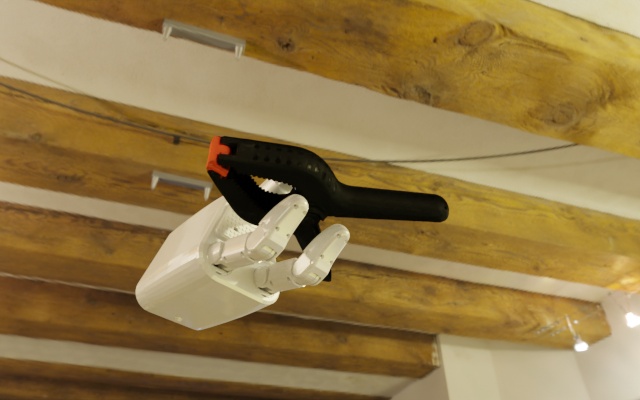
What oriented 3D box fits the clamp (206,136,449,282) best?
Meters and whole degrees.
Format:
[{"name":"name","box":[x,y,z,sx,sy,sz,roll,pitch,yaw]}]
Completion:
[{"name":"clamp","box":[0.000,0.001,0.418,0.164,0.036,0.210,-29,-46,29]}]
